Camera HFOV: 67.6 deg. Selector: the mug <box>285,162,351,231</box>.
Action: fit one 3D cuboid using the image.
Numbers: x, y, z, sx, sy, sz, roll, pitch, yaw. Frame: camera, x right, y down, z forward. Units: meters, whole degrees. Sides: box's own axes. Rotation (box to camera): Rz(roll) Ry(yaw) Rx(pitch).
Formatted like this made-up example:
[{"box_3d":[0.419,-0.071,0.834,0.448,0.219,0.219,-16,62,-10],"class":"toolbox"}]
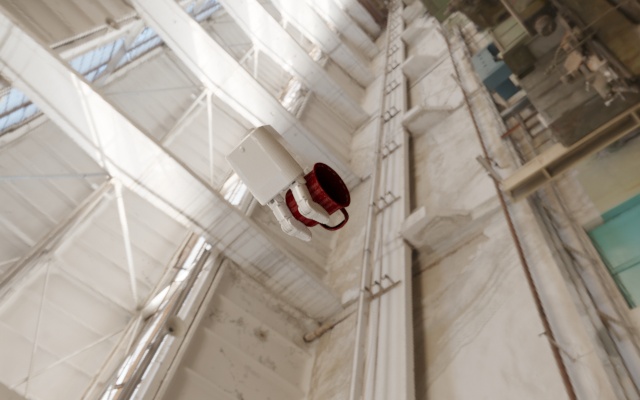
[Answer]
[{"box_3d":[0.001,0.004,0.839,0.081,0.117,0.093,-37,6,27],"class":"mug"}]
